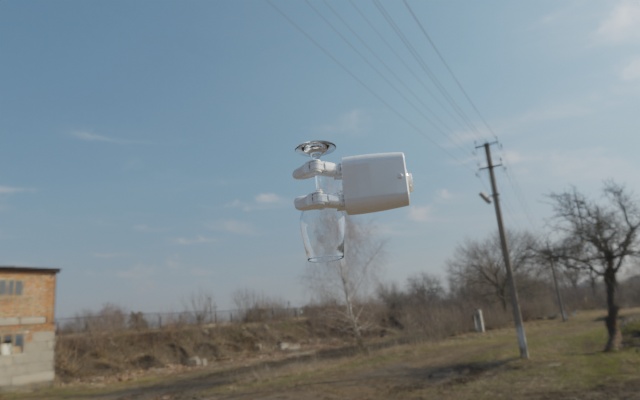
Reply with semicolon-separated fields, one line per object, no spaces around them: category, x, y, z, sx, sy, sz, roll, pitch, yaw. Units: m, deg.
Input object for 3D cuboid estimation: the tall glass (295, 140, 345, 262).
tall glass;0.000;0.002;0.825;0.079;0.201;0.079;-5;-15;-1
